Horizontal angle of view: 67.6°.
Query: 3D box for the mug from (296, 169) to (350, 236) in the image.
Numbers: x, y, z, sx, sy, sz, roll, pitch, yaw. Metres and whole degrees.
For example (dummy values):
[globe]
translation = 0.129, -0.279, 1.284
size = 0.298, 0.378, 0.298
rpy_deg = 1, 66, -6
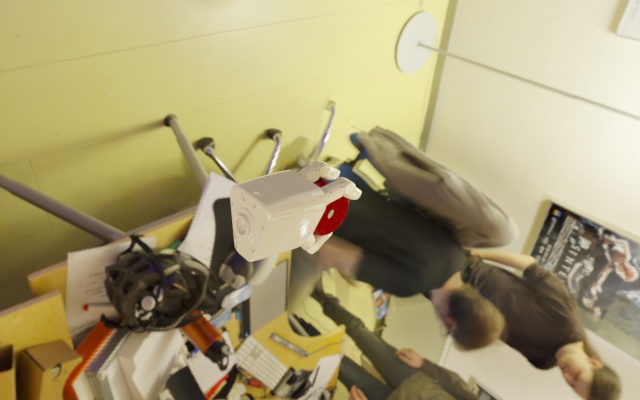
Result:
[mug]
translation = 0.001, 0.002, 0.792
size = 0.117, 0.093, 0.081
rpy_deg = -17, 40, -41
